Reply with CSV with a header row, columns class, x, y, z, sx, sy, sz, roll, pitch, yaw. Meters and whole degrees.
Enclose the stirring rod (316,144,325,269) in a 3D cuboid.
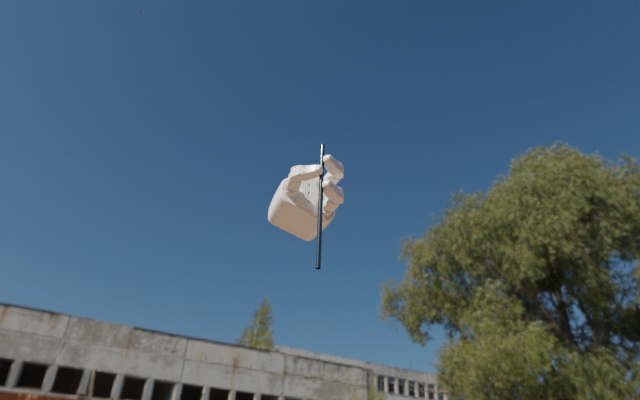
class,x,y,z,sx,sy,sz,roll,pitch,yaw
stirring rod,0.000,0.003,0.806,0.011,0.239,0.011,2,-31,1
